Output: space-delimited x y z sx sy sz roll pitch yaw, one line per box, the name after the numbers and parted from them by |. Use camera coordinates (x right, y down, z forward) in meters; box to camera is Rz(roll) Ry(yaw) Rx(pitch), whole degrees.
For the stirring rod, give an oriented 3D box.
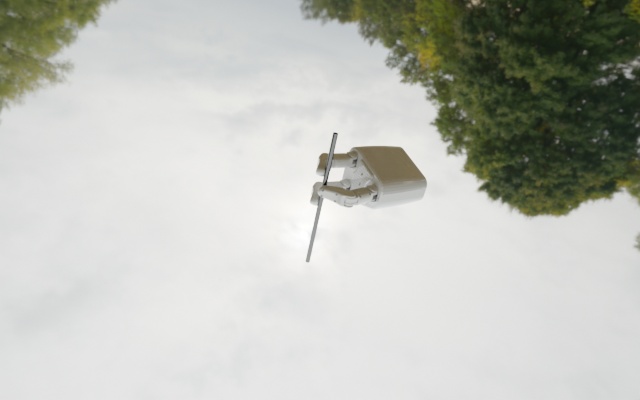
0.000 0.002 0.774 0.011 0.240 0.011 10 29 -5 | stirring rod
